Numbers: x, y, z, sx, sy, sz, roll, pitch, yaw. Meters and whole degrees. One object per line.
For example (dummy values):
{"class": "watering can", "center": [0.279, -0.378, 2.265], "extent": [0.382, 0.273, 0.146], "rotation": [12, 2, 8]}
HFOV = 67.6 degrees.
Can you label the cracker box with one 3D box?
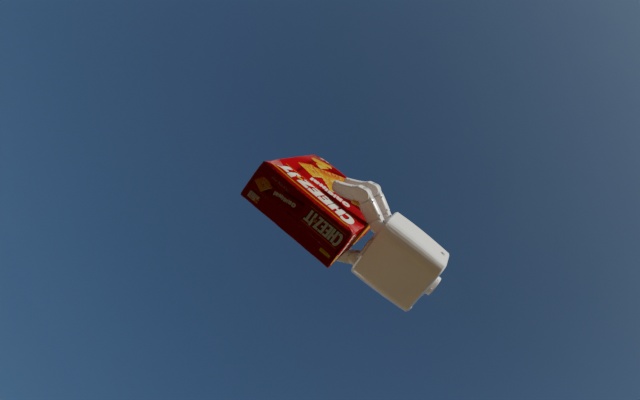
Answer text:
{"class": "cracker box", "center": [0.000, 0.003, 0.748], "extent": [0.164, 0.072, 0.213], "rotation": [39, 17, 10]}
